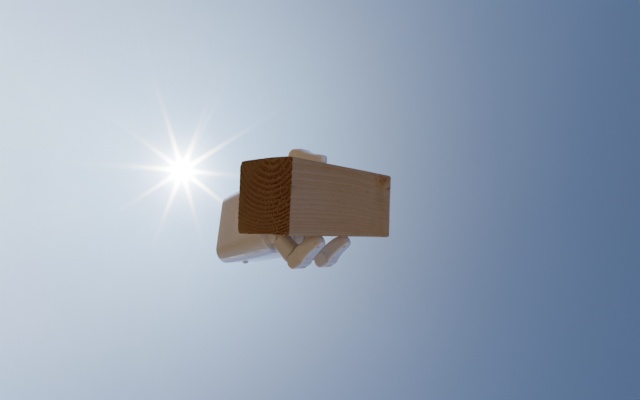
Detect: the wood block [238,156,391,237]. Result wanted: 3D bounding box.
[{"bbox_3d":[0.000,0.002,0.631,0.090,0.091,0.206,-1,-4,40],"label":"wood block"}]
